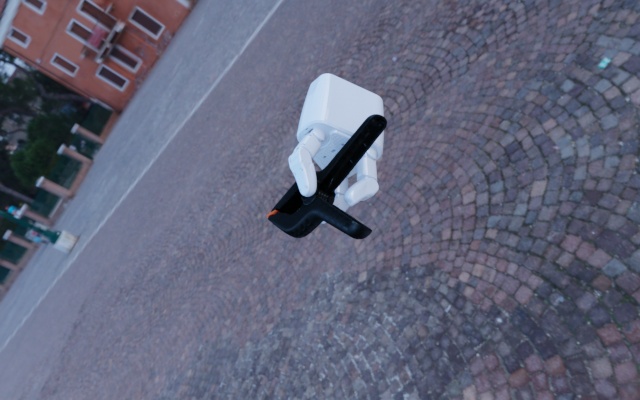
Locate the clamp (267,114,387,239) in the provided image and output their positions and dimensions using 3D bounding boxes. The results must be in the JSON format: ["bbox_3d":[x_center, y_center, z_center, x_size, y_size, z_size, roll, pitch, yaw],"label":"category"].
[{"bbox_3d":[-0.001,0.002,0.593,0.036,0.164,0.210,31,-42,-28],"label":"clamp"}]
